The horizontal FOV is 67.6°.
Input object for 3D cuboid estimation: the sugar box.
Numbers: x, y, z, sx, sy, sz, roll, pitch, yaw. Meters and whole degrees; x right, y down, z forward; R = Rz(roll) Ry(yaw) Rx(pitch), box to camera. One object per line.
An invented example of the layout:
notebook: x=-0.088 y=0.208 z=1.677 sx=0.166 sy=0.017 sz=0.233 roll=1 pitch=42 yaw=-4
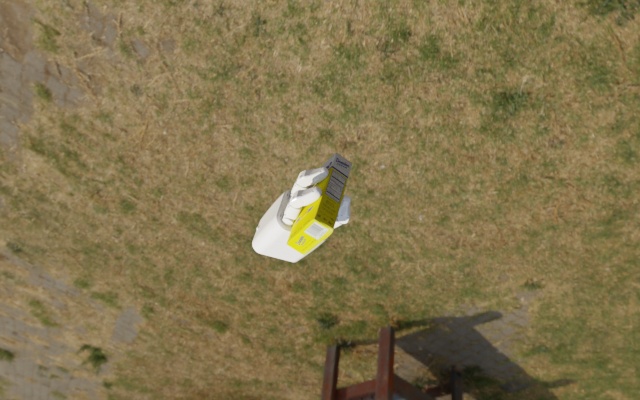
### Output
sugar box: x=0.000 y=0.003 z=0.848 sx=0.048 sy=0.176 sz=0.093 roll=32 pitch=-47 yaw=-17
